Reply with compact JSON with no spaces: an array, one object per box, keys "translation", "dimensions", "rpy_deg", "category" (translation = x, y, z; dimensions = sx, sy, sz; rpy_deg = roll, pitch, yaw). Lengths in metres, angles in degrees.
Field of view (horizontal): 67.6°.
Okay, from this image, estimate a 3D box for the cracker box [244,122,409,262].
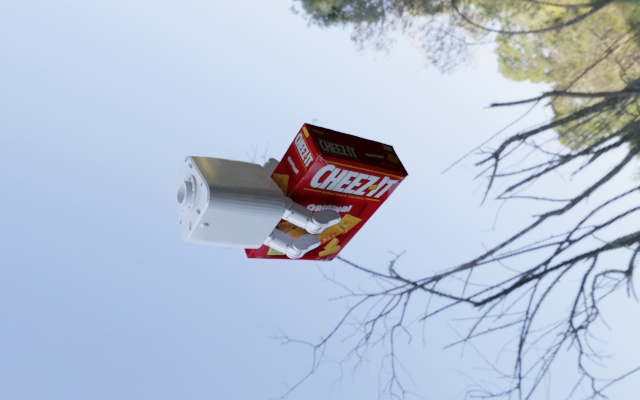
[{"translation":[0.000,0.002,0.701],"dimensions":[0.164,0.072,0.214],"rpy_deg":[8,-46,-37],"category":"cracker box"}]
